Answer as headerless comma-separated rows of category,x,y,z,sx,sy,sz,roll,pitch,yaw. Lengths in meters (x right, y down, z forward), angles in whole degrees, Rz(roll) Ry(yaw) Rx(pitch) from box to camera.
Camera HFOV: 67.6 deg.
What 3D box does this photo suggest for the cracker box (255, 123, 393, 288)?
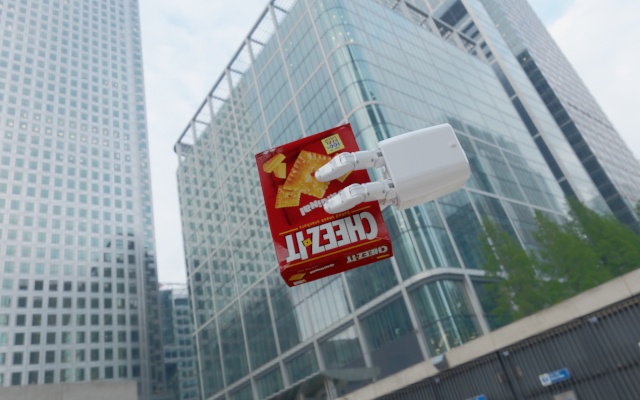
cracker box,0.000,0.002,0.727,0.164,0.213,0.072,-17,-29,3
